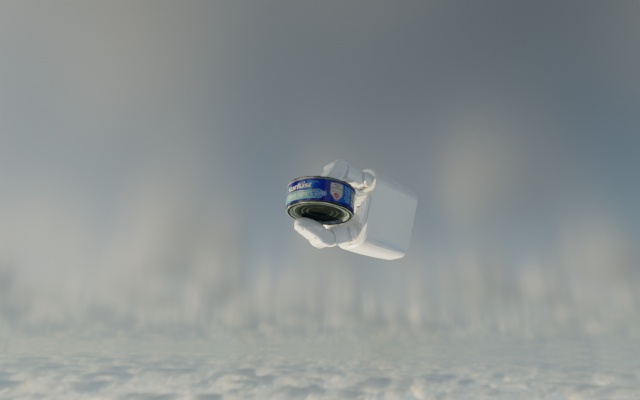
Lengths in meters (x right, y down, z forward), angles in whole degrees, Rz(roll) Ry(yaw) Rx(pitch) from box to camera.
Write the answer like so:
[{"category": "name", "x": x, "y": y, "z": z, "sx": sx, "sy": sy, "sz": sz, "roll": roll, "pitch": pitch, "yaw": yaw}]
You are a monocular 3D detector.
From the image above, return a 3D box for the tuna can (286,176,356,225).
[{"category": "tuna can", "x": 0.000, "y": 0.002, "z": 0.592, "sx": 0.086, "sy": 0.033, "sz": 0.086, "roll": 4, "pitch": -21, "yaw": 2}]
